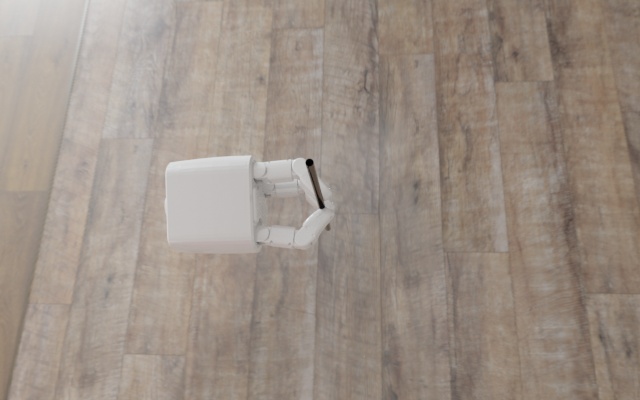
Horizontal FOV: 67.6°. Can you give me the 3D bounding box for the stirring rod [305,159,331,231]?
[{"bbox_3d":[0.000,0.002,0.558,0.011,0.011,0.240,0,-18,5],"label":"stirring rod"}]
